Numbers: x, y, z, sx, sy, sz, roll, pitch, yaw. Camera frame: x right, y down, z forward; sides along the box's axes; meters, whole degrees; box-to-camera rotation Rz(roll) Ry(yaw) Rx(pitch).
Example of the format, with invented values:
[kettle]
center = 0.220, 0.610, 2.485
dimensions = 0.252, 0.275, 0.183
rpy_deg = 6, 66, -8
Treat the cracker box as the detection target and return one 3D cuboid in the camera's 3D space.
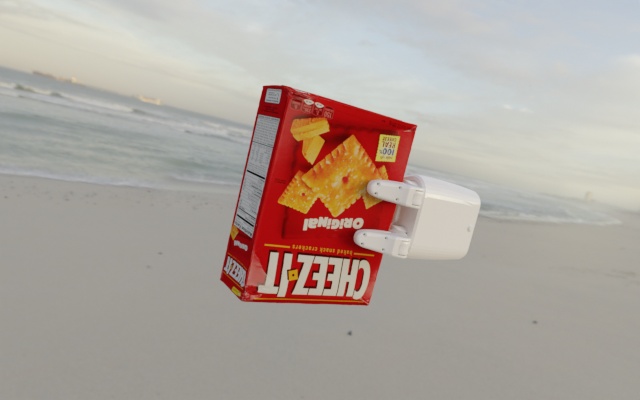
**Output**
[cracker box]
center = 0.000, 0.001, 0.514
dimensions = 0.164, 0.214, 0.072
rpy_deg = 9, 8, -32
